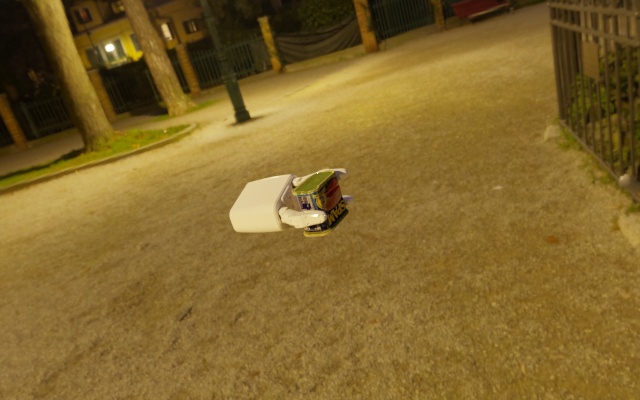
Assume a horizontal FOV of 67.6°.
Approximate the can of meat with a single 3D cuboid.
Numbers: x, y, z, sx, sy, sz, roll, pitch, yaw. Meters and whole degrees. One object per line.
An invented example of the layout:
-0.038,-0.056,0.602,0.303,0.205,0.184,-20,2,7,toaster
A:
0.000,0.003,0.843,0.057,0.084,0.102,-5,23,32,can of meat
